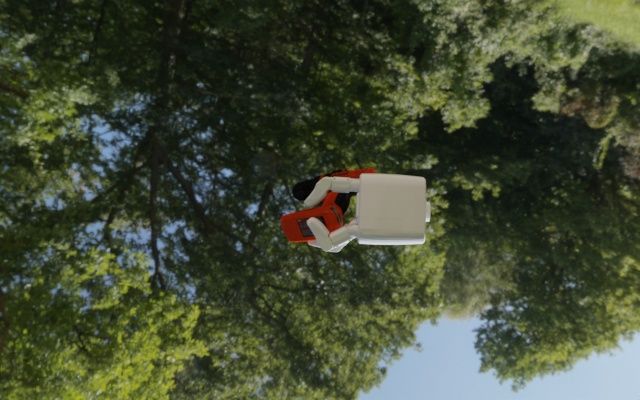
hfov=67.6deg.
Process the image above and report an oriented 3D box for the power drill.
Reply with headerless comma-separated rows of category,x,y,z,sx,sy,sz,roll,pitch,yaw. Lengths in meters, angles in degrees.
power drill,0.000,0.003,0.874,0.184,0.057,0.187,-11,24,29
